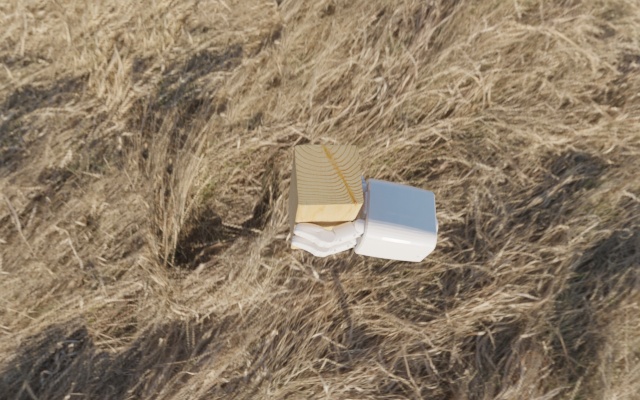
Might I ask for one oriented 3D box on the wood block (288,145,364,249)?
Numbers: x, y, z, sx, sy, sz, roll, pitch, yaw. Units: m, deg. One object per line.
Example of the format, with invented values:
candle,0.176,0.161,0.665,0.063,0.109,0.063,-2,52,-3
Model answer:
wood block,0.001,0.002,0.734,0.090,0.090,0.206,-1,-22,-7
